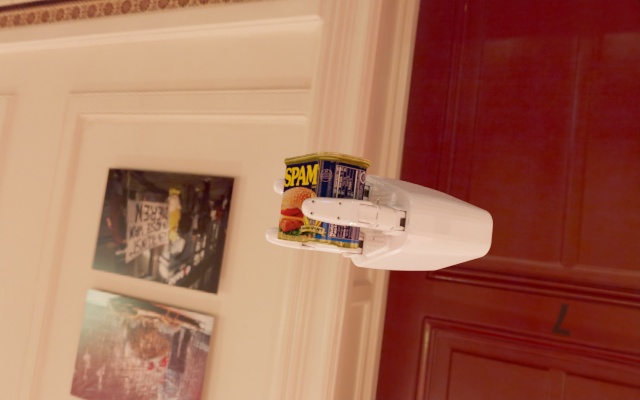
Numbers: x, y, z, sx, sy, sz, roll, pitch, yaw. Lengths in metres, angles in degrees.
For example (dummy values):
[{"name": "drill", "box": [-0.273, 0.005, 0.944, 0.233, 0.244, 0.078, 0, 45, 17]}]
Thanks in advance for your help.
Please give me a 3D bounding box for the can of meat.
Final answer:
[{"name": "can of meat", "box": [0.000, 0.002, 0.470, 0.057, 0.084, 0.102, 9, -5, -30]}]
